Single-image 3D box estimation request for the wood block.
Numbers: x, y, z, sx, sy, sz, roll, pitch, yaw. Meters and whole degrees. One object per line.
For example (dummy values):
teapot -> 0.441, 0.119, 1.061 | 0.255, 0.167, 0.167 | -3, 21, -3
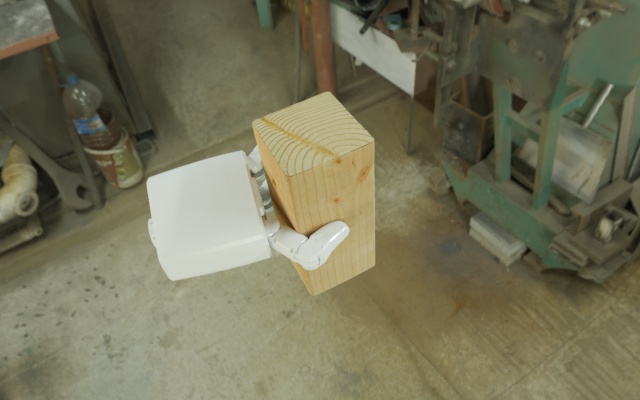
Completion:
wood block -> 0.000, 0.002, 0.524 | 0.090, 0.090, 0.206 | -24, -39, -14
